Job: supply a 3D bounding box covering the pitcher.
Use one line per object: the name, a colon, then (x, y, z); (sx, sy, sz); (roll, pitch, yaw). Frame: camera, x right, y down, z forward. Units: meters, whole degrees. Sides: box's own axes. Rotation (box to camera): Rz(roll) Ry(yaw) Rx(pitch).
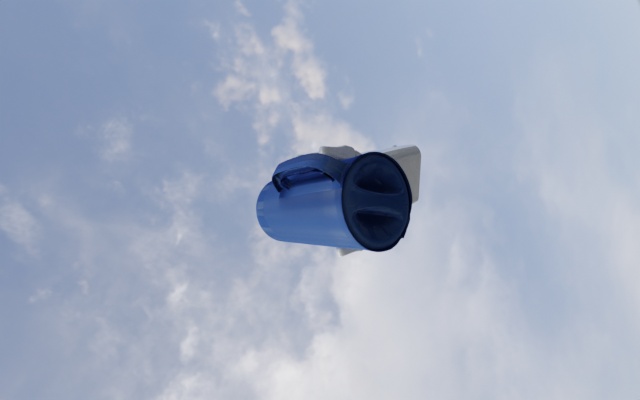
pitcher: (0.000, 0.002, 0.713); (0.145, 0.149, 0.243); (-18, 8, -38)
